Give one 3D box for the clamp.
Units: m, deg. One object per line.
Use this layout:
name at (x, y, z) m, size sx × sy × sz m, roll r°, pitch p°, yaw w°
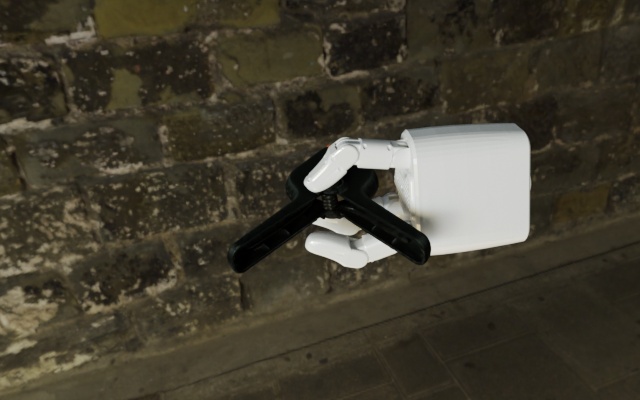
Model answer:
clamp at (0.000, 0.001, 0.459) m, size 0.164 × 0.036 × 0.209 m, roll -6°, pitch 30°, yaw -1°
